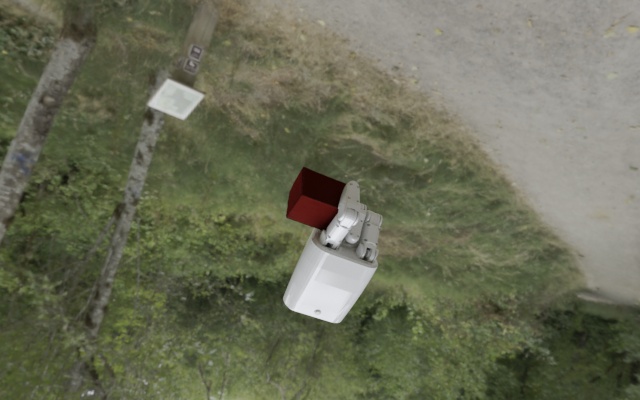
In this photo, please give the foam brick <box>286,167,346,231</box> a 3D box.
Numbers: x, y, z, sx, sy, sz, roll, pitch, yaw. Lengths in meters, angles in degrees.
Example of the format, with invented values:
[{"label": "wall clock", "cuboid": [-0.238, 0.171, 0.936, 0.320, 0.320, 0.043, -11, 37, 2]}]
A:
[{"label": "foam brick", "cuboid": [0.000, 0.002, 0.630, 0.078, 0.053, 0.051, 21, -46, -17]}]
